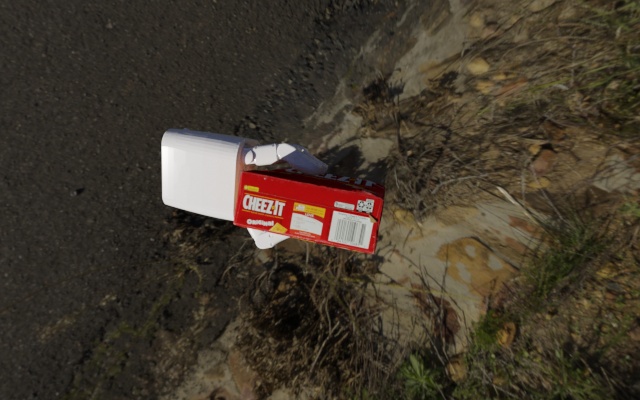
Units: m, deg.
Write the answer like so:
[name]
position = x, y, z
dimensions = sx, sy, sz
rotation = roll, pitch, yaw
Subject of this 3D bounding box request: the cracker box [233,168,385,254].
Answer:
[cracker box]
position = 0.000, 0.002, 0.625
dimensions = 0.164, 0.072, 0.213
rotation = 11, 7, 7
